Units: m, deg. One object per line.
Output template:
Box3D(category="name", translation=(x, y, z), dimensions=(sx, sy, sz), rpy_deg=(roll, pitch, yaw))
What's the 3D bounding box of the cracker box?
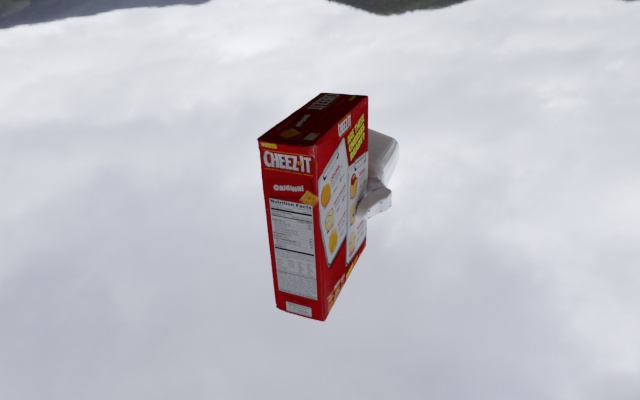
Box3D(category="cracker box", translation=(0.000, 0.002, 0.554), dimensions=(0.072, 0.214, 0.164), rpy_deg=(9, 30, 20))
